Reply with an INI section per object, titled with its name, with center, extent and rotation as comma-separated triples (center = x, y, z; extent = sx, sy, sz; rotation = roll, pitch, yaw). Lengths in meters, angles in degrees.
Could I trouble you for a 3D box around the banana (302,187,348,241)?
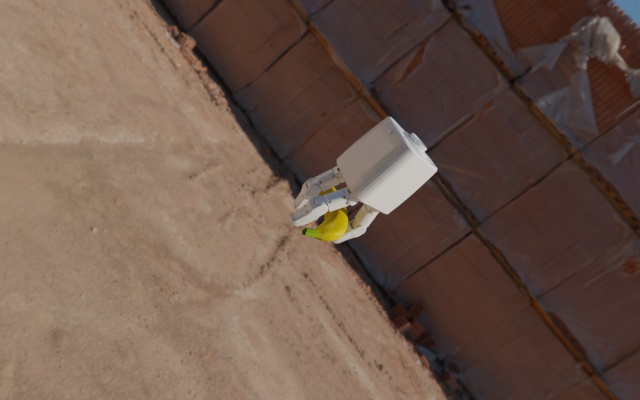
[banana]
center = 0.014, 0.016, 0.778
extent = 0.069, 0.037, 0.197
rotation = 39, 22, -14
